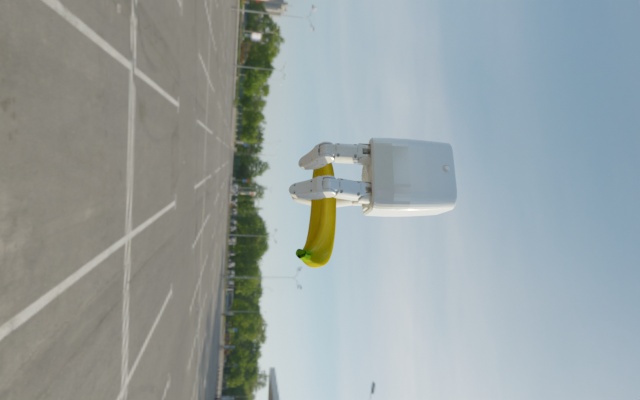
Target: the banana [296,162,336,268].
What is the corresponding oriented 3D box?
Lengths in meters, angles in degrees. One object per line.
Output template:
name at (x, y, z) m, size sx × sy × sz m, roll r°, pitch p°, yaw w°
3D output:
banana at (0.001, 0.018, 0.621) m, size 0.037 × 0.070 × 0.197 m, roll 0°, pitch 43°, yaw 7°
